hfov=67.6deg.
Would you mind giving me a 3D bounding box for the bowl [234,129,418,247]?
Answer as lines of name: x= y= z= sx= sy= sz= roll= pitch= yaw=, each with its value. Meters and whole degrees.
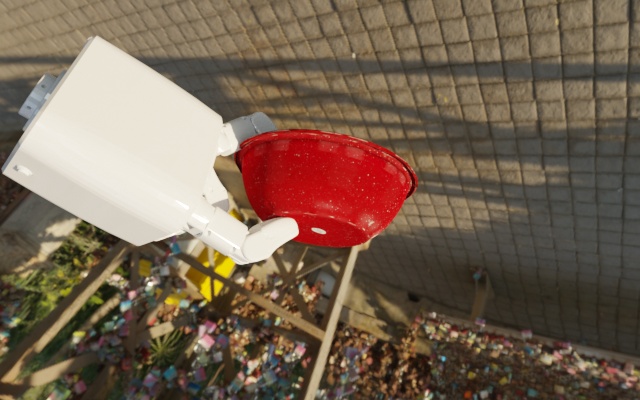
bowl: x=0.001 y=0.002 z=0.414 sx=0.162 sy=0.055 sz=0.162 roll=8 pitch=-20 yaw=3
